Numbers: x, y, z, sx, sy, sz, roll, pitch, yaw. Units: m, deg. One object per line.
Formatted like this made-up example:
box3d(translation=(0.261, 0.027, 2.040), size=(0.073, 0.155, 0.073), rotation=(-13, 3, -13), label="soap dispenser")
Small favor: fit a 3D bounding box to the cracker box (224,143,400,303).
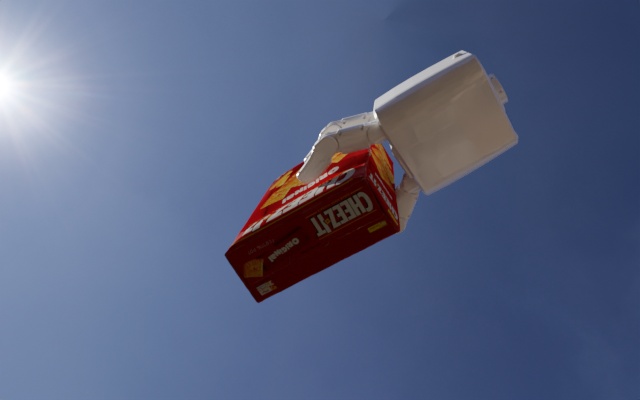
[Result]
box3d(translation=(0.000, 0.002, 0.542), size=(0.164, 0.072, 0.213), rotation=(-30, 14, 17), label="cracker box")
